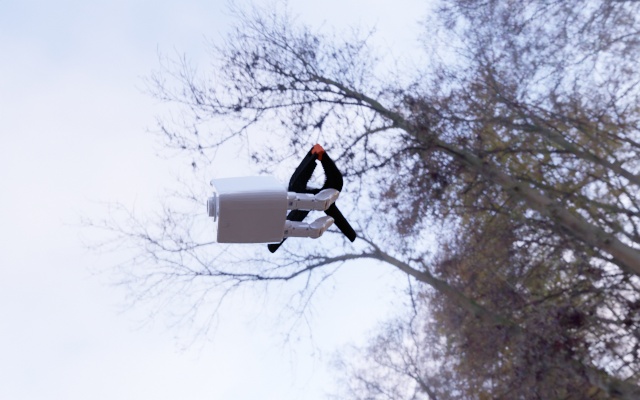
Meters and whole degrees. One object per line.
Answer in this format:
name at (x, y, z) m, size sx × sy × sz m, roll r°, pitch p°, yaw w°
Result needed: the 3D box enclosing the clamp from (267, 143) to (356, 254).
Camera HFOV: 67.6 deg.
clamp at (0.000, 0.002, 0.817) m, size 0.164 × 0.210 × 0.036 m, roll -1°, pitch 34°, yaw -20°
